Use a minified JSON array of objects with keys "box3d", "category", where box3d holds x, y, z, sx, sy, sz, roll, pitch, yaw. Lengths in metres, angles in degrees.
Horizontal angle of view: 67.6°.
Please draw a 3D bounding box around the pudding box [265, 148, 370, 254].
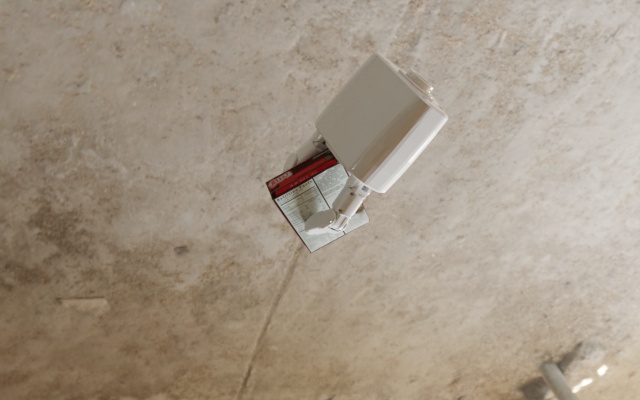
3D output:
[{"box3d":[0.000,0.002,0.569,0.090,0.114,0.039,-28,41,3],"category":"pudding box"}]
